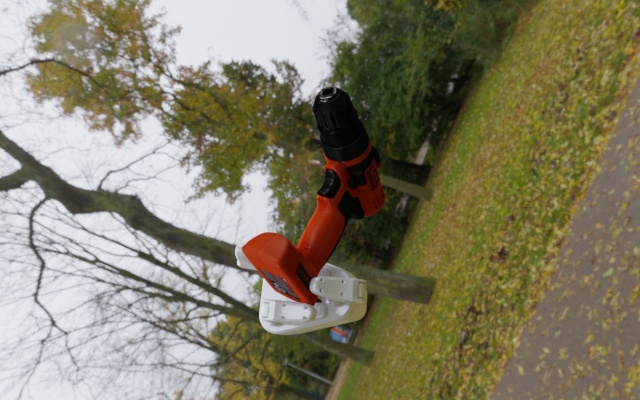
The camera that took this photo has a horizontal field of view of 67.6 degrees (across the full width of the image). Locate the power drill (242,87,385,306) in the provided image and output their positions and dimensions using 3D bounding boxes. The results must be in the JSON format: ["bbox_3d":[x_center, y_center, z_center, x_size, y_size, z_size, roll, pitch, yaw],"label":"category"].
[{"bbox_3d":[0.000,0.002,0.500,0.057,0.187,0.185,17,-30,34],"label":"power drill"}]
